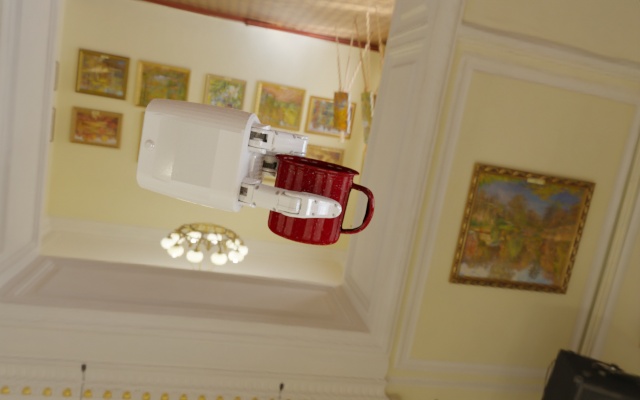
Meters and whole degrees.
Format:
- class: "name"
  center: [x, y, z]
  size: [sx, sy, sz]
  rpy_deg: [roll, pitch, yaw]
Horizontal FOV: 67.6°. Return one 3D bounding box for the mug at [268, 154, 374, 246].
- class: "mug"
  center: [0.001, 0.002, 0.519]
  size: [0.117, 0.081, 0.093]
  rpy_deg: [13, 10, 7]
